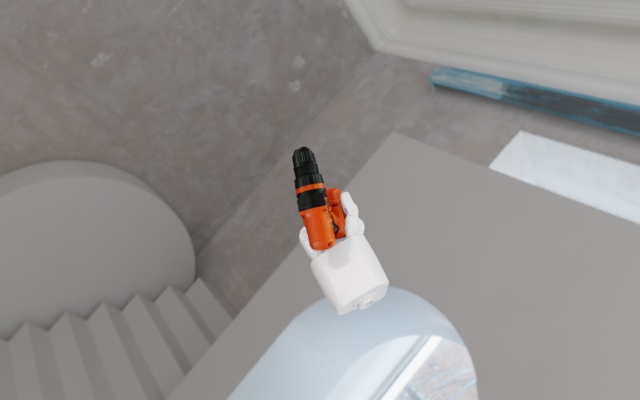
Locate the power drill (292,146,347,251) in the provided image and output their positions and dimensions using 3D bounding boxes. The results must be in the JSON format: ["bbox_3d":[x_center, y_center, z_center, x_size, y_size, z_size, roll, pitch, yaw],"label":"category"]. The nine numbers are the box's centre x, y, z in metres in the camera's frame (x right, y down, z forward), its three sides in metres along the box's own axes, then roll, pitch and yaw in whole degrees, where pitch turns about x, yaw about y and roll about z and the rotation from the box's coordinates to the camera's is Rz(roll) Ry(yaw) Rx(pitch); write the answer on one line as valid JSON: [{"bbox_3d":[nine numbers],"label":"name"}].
[{"bbox_3d":[0.000,0.003,0.888,0.057,0.184,0.188,-13,-9,13],"label":"power drill"}]
